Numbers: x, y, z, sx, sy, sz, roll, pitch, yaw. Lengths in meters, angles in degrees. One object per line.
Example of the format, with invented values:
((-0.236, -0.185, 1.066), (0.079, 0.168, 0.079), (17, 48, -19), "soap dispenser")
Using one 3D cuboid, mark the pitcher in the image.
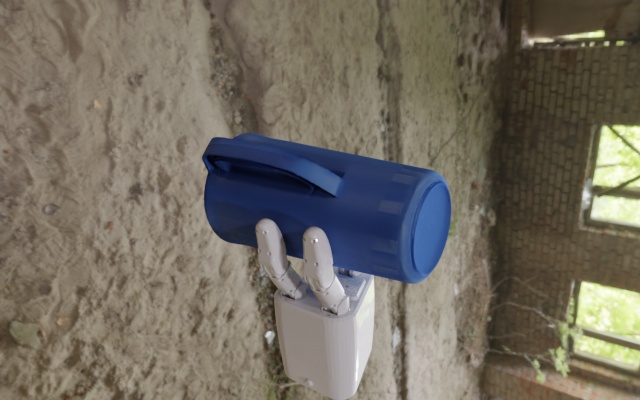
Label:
((0.000, 0.002, 0.496), (0.243, 0.145, 0.149), (11, 23, 33), "pitcher")
